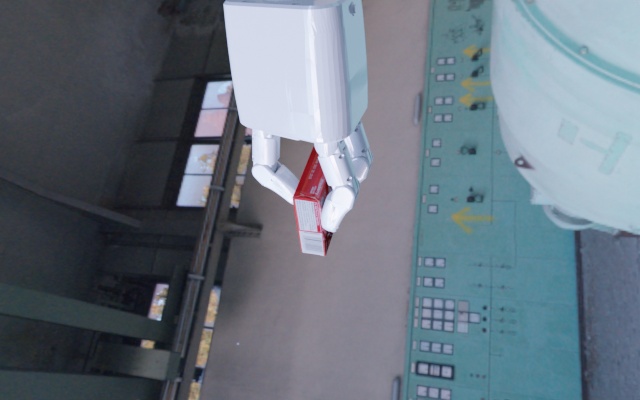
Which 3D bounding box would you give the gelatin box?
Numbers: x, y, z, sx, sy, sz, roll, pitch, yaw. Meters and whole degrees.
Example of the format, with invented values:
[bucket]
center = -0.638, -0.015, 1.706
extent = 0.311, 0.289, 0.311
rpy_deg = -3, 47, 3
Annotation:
[gelatin box]
center = 0.000, 0.002, 0.491
extent = 0.030, 0.073, 0.089
rpy_deg = 9, -42, 14
